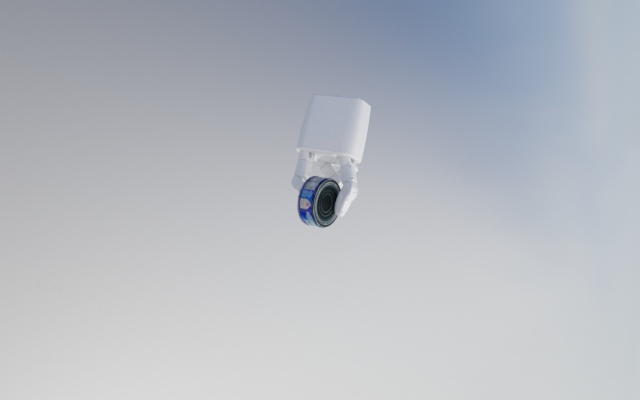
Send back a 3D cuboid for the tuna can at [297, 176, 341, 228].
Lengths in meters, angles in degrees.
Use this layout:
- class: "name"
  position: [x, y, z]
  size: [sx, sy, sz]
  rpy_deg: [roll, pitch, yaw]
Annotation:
- class: "tuna can"
  position: [0.001, 0.003, 0.806]
  size: [0.034, 0.086, 0.086]
  rpy_deg: [11, 6, 35]
